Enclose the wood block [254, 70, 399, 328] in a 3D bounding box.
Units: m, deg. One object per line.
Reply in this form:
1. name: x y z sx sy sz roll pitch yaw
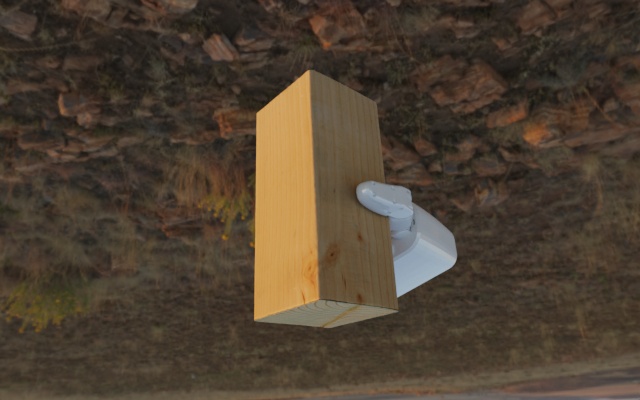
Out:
1. wood block: 0.001 0.002 0.436 0.090 0.206 0.091 17 -31 -38
